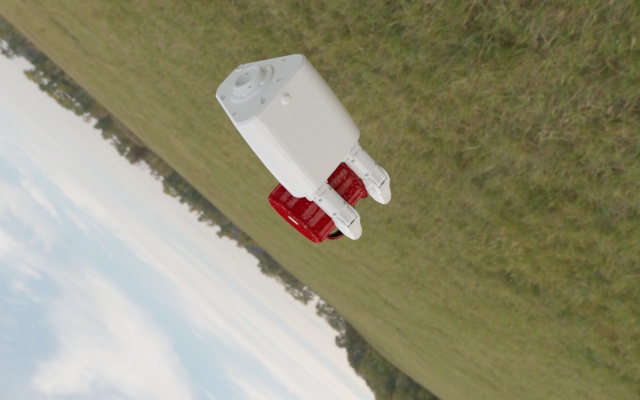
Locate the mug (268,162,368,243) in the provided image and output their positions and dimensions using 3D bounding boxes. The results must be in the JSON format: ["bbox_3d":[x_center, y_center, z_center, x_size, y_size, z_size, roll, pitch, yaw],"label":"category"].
[{"bbox_3d":[0.001,0.003,0.560,0.093,0.081,0.117,28,-17,50],"label":"mug"}]
